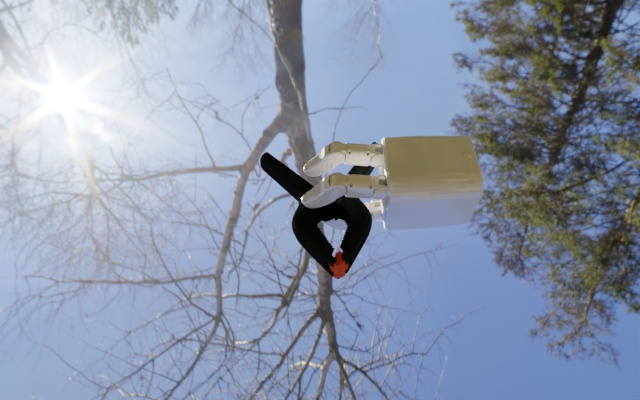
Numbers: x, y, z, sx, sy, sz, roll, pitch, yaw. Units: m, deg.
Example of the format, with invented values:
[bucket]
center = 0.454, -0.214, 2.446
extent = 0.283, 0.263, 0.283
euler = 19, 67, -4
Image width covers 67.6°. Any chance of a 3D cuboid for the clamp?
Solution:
[clamp]
center = 0.000, 0.003, 0.589
extent = 0.164, 0.209, 0.036
euler = -2, -43, 3
